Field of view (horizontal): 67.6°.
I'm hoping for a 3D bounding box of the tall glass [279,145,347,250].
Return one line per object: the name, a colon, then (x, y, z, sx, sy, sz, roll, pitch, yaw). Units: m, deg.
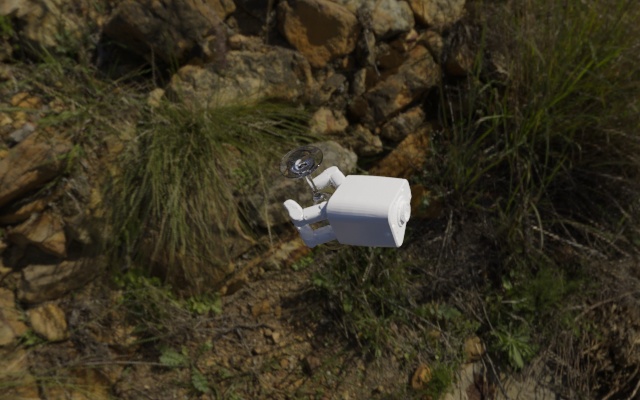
tall glass: (0.000, 0.002, 0.829, 0.079, 0.079, 0.201, 0, -41, 24)
